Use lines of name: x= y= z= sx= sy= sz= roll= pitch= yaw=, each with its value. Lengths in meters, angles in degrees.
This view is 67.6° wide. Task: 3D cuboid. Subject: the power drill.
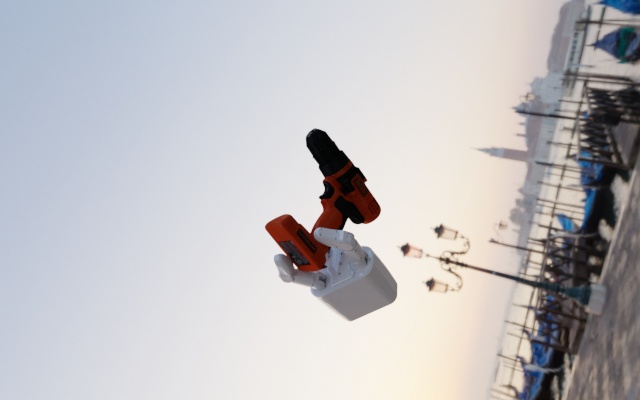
power drill: x=0.000 y=0.003 z=0.746 sx=0.187 sy=0.184 sz=0.057 roll=-48 pitch=18 yaw=-32
